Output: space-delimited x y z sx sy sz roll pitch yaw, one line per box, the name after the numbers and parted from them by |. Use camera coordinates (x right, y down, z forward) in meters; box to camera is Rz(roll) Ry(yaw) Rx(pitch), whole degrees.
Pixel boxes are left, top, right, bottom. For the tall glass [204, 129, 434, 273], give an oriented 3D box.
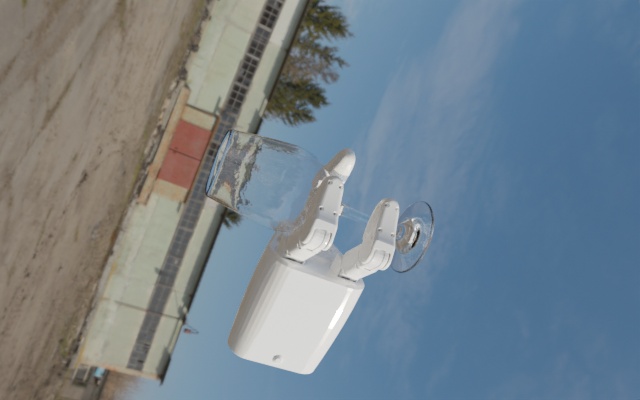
0.001 0.002 0.437 0.201 0.079 0.079 22 -7 -18 | tall glass
